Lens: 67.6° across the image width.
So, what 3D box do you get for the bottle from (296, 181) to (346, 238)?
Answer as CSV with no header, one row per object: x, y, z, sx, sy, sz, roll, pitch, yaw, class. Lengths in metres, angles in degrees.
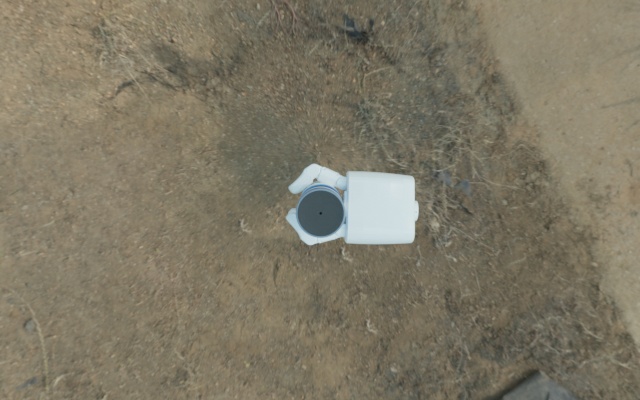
0.000,0.003,0.779,0.069,0.069,0.295,0,6,0,bottle
